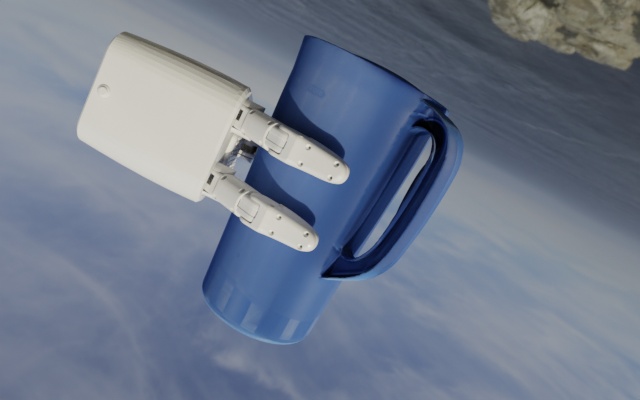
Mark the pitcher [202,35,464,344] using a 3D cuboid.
[{"bbox_3d":[0.000,0.001,0.404,0.145,0.243,0.149,27,11,-3],"label":"pitcher"}]
